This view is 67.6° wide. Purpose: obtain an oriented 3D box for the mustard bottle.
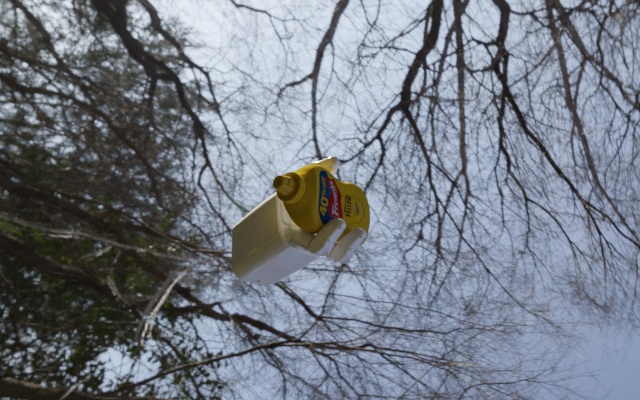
[{"bbox_3d":[0.001,0.002,0.675,0.058,0.096,0.192,-10,-21,34],"label":"mustard bottle"}]
